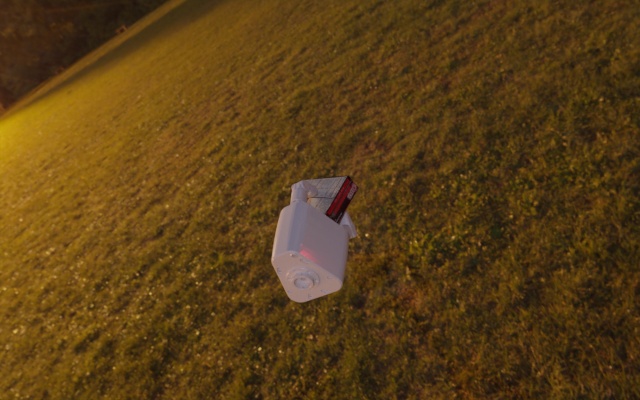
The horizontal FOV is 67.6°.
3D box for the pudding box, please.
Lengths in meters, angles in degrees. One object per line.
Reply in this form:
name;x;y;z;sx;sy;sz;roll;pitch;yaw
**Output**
pudding box;0.000;0.003;0.832;0.113;0.090;0.039;-1;-43;46
